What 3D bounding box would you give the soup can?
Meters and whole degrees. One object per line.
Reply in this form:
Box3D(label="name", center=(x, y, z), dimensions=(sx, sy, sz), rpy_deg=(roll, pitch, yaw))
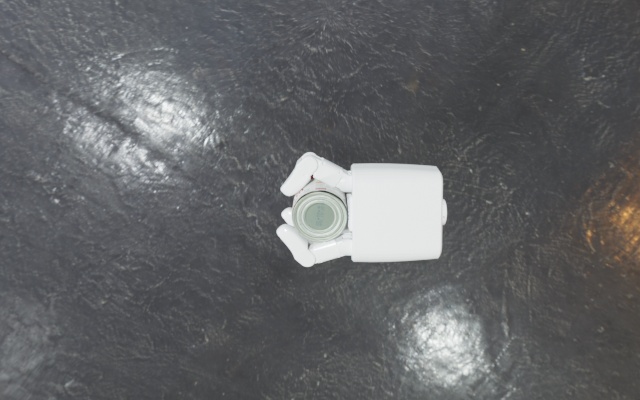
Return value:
Box3D(label="soup can", center=(0.000, 0.002, 0.600), dimensions=(0.068, 0.068, 0.102), rpy_deg=(0, 22, 1))
